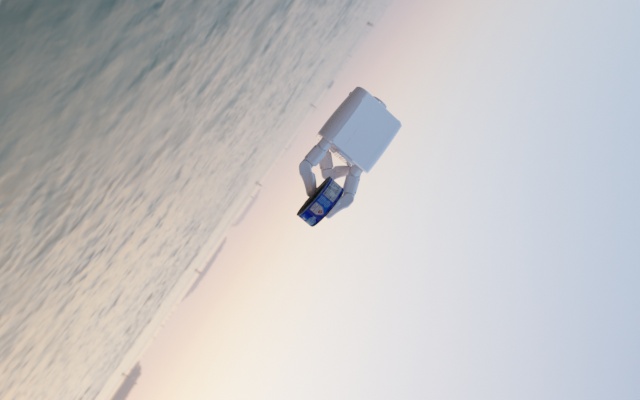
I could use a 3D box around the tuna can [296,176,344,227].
[{"bbox_3d":[0.001,0.003,0.797,0.034,0.086,0.086,41,-6,-7],"label":"tuna can"}]
